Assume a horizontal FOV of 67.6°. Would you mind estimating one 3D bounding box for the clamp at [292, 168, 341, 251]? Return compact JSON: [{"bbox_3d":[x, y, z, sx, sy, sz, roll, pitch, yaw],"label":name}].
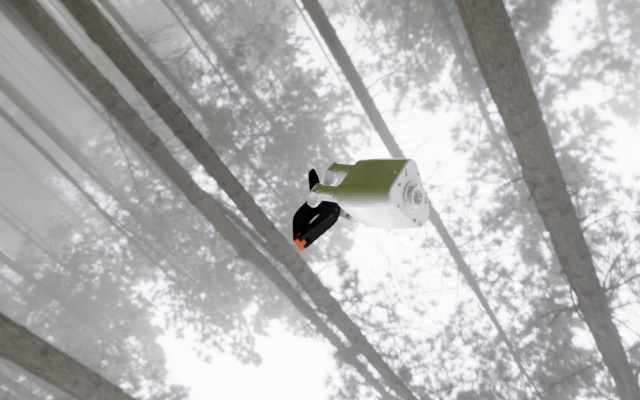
[{"bbox_3d":[0.000,0.004,0.879,0.164,0.210,0.036,1,-44,45],"label":"clamp"}]
